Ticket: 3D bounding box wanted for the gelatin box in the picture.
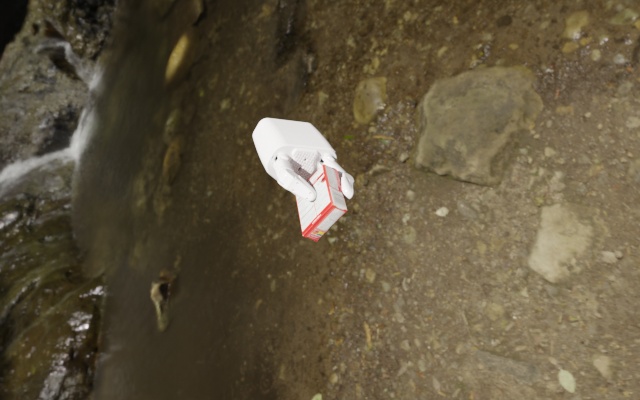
[{"bbox_3d":[0.000,0.002,0.693,0.030,0.089,0.073,23,-54,-30],"label":"gelatin box"}]
